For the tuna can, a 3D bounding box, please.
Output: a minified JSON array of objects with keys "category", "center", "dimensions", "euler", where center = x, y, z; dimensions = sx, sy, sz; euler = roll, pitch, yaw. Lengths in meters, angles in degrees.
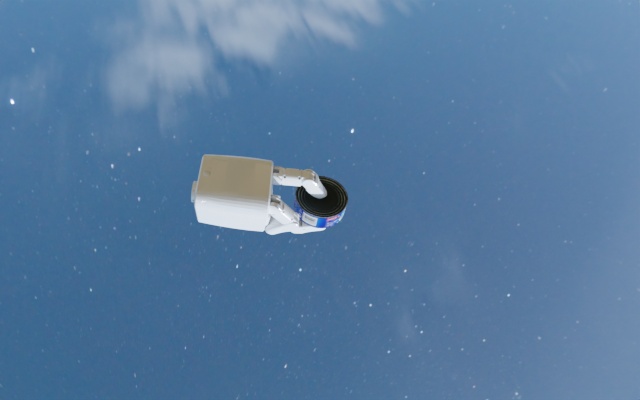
[{"category":"tuna can","center":[0.000,0.003,0.779],"dimensions":[0.086,0.086,0.034],"euler":[0,-38,-10]}]
